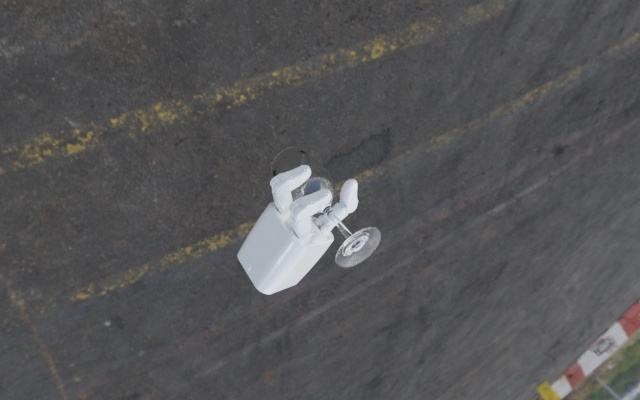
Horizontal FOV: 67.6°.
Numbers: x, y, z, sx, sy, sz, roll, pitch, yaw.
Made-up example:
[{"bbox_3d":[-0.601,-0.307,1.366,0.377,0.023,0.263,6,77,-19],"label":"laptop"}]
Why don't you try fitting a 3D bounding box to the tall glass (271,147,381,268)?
[{"bbox_3d":[0.001,0.003,0.704,0.079,0.079,0.201,0,39,-42],"label":"tall glass"}]
